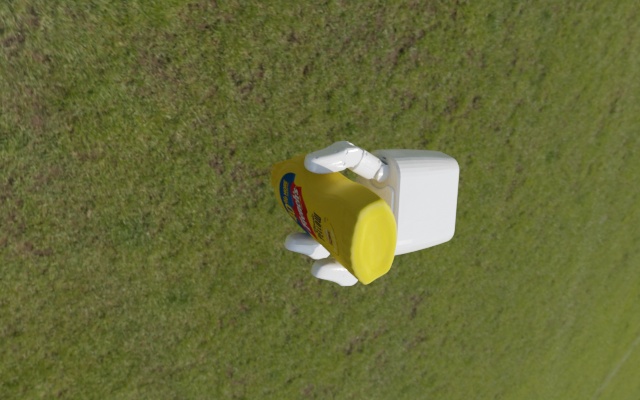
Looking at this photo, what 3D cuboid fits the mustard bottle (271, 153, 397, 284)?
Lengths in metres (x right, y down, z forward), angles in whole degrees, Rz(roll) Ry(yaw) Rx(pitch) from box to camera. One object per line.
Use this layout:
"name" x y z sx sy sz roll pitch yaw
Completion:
"mustard bottle" 0.000 0.002 0.516 0.058 0.096 0.191 -28 40 -22
